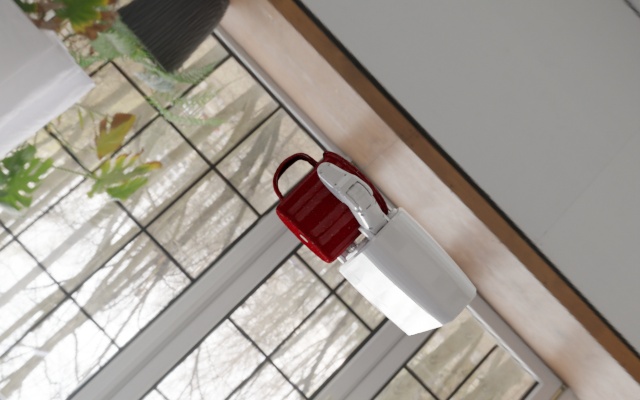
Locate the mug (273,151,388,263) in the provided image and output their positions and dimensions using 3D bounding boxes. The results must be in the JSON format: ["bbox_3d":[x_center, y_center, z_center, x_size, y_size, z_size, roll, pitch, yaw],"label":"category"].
[{"bbox_3d":[-0.001,0.001,0.493,0.117,0.081,0.093,44,-10,6],"label":"mug"}]
